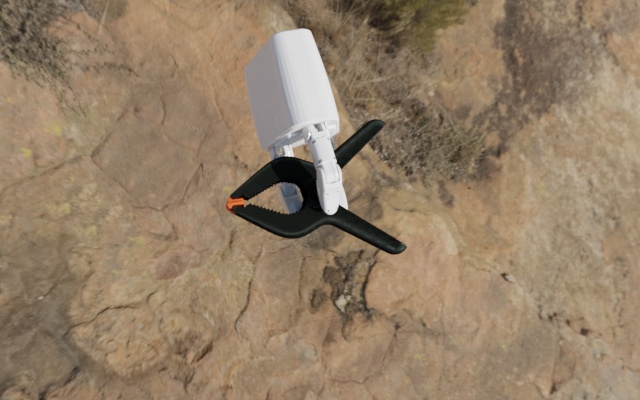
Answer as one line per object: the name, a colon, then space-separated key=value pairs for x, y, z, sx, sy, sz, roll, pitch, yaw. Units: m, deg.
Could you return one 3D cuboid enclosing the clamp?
clamp: x=0.000 y=0.002 z=0.551 sx=0.210 sy=0.164 sz=0.036 roll=-14 pitch=-6 yaw=-15
